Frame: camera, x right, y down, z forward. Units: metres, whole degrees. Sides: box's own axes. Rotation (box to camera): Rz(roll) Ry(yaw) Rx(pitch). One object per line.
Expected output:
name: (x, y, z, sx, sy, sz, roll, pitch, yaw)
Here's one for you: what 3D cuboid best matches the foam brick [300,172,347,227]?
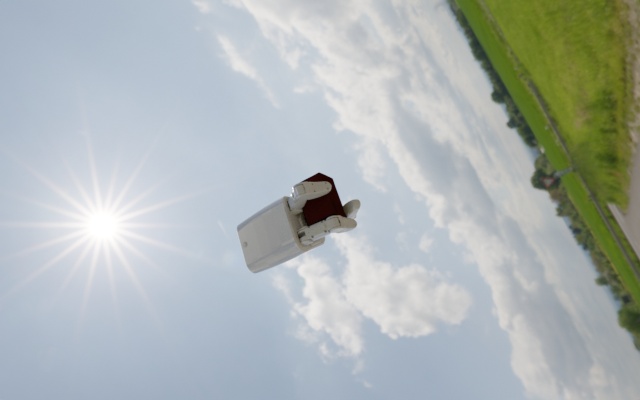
foam brick: (0.000, 0.002, 0.778, 0.051, 0.078, 0.053, -27, -23, 21)
